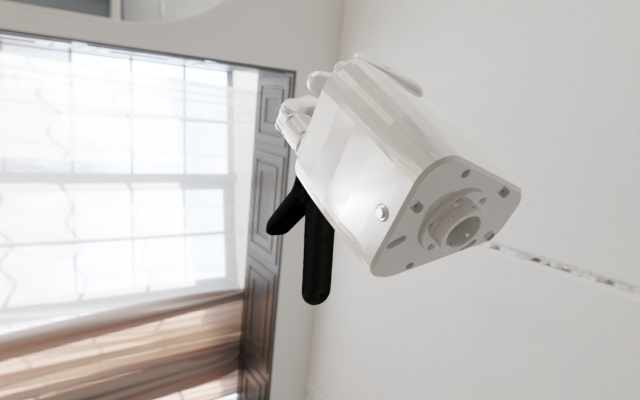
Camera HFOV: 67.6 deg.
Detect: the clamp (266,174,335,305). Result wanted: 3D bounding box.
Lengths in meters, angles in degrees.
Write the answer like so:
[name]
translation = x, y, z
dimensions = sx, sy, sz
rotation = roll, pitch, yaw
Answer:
[clamp]
translation = 0.001, 0.001, 0.412
dimensions = 0.039, 0.172, 0.120
rotation = -2, 40, -33
